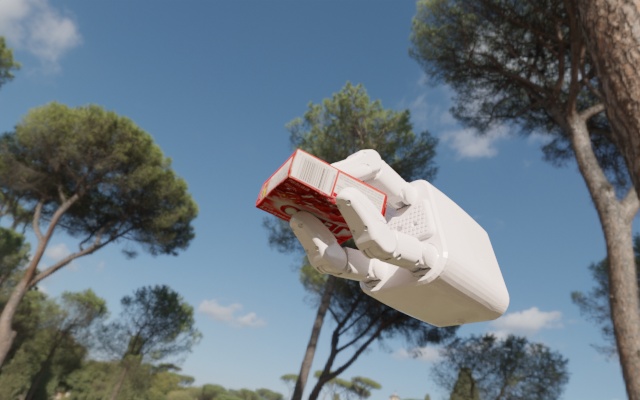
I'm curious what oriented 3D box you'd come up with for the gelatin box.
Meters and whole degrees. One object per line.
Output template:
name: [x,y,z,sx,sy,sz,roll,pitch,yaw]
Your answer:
gelatin box: [0.000,0.001,0.403,0.089,0.030,0.073,26,-29,-18]
